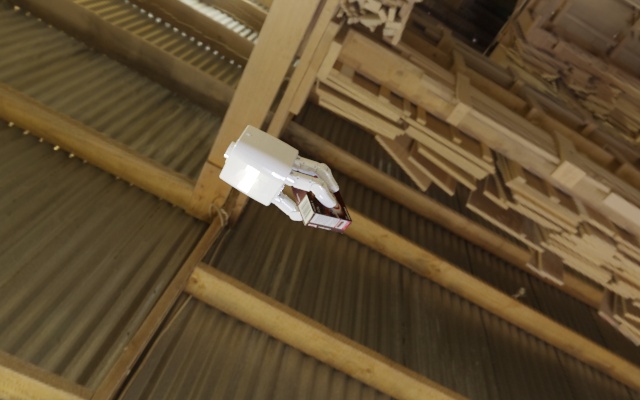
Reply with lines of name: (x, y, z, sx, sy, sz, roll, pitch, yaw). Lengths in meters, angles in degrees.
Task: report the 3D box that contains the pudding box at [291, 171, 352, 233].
pudding box: (0.000, 0.003, 0.892, 0.090, 0.113, 0.039, 13, -50, -33)
